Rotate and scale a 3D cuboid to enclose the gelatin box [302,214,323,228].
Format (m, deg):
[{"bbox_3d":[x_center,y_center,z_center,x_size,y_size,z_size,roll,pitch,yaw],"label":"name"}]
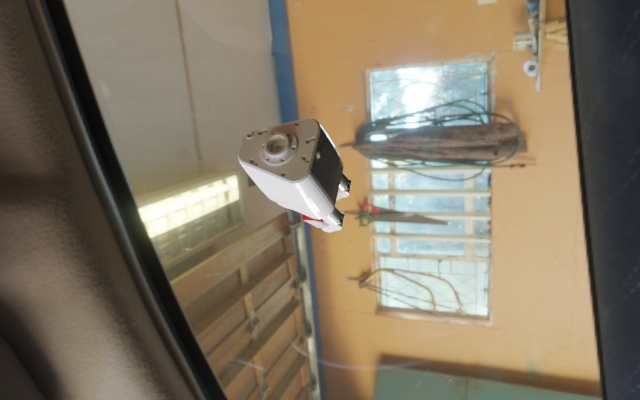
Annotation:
[{"bbox_3d":[0.000,0.003,0.761,0.030,0.073,0.089,4,-10,16],"label":"gelatin box"}]
